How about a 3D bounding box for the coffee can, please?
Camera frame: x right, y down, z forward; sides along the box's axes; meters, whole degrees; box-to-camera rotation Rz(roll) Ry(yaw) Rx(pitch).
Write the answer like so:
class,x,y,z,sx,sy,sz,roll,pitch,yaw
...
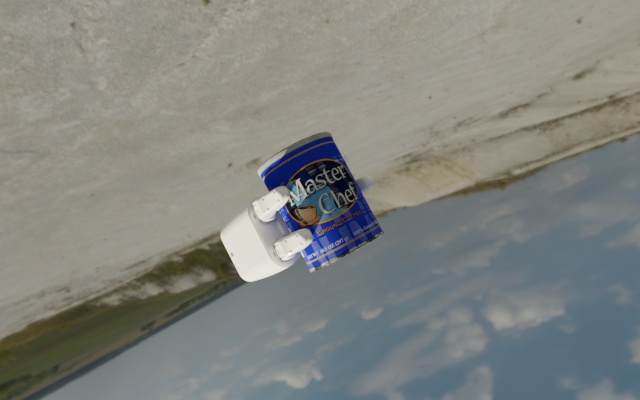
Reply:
class,x,y,z,sx,sy,sz,roll,pitch,yaw
coffee can,0.000,0.002,0.587,0.103,0.140,0.103,-28,-4,-2
